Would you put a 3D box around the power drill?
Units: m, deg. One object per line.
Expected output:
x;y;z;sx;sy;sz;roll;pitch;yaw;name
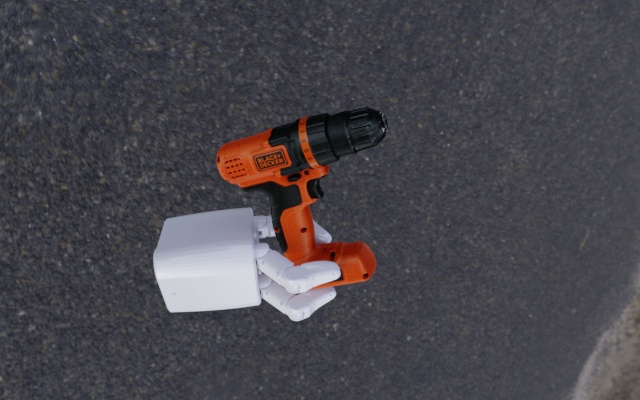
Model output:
0.000;0.002;0.517;0.184;0.188;0.057;-12;22;20;power drill
